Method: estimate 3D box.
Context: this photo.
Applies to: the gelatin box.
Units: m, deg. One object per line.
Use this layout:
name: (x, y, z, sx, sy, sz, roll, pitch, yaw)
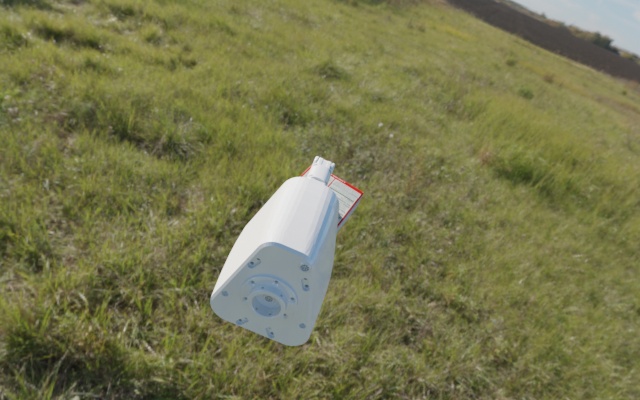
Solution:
gelatin box: (0.000, 0.001, 0.557, 0.073, 0.030, 0.089, 30, 38, 8)
